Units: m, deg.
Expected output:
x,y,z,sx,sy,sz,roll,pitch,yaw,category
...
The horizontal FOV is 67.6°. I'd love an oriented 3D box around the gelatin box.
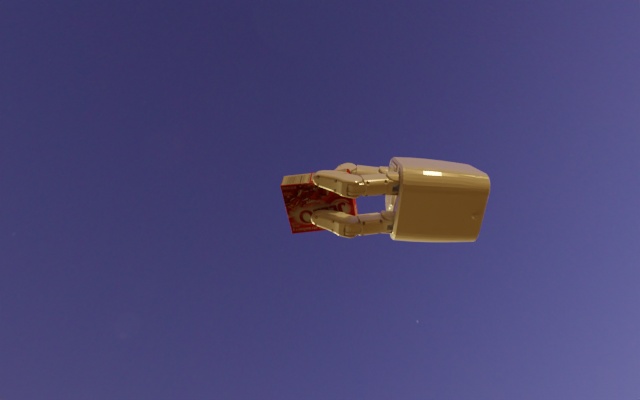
x,y,z,sx,sy,sz,roll,pitch,yaw,category
0.000,0.002,0.609,0.089,0.073,0.030,-6,30,10,gelatin box
